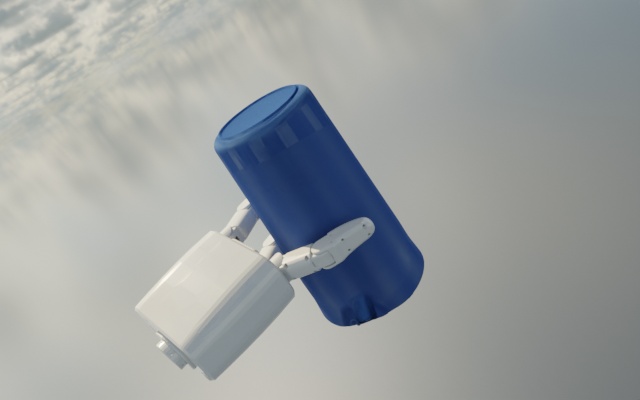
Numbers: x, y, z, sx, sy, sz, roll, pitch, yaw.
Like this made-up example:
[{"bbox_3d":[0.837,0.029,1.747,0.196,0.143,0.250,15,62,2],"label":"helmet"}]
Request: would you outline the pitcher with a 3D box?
[{"bbox_3d":[0.000,0.002,0.510,0.145,0.243,0.149,-45,28,-24],"label":"pitcher"}]
